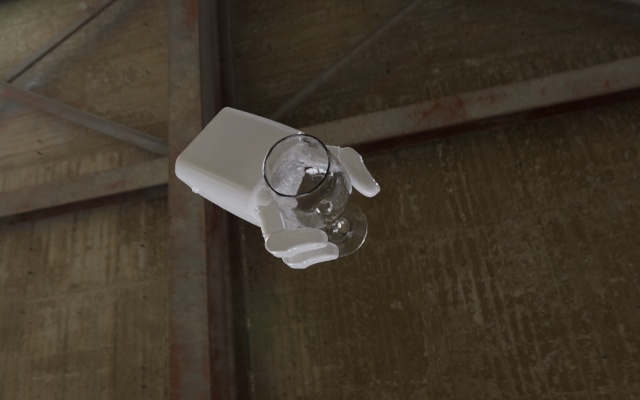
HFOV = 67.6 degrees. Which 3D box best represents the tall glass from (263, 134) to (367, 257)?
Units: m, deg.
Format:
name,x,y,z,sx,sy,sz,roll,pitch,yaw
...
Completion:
name,x,y,z,sx,sy,sz,roll,pitch,yaw
tall glass,0.000,0.002,0.512,0.079,0.079,0.201,0,-20,13
